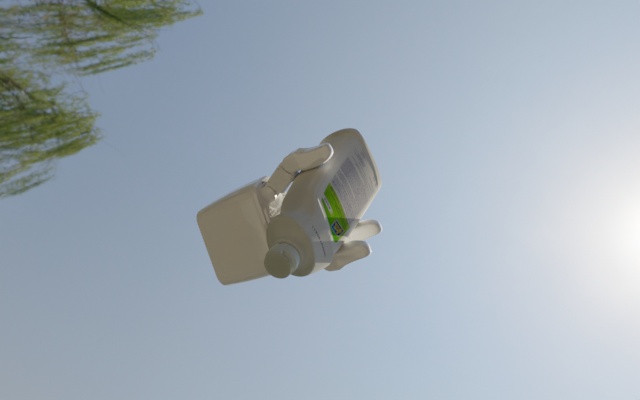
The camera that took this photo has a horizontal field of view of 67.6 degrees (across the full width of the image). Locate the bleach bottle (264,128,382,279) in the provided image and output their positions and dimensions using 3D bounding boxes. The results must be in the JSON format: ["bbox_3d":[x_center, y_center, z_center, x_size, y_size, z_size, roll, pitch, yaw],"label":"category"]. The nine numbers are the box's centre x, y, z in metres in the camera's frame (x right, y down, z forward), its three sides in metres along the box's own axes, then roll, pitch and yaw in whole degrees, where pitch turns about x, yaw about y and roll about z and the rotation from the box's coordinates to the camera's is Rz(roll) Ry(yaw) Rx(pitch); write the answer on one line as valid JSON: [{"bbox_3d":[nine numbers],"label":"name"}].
[{"bbox_3d":[0.000,0.002,0.543,0.068,0.102,0.250,-21,15,29],"label":"bleach bottle"}]
